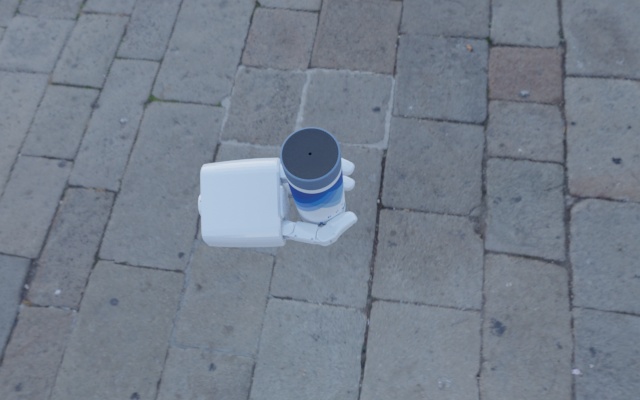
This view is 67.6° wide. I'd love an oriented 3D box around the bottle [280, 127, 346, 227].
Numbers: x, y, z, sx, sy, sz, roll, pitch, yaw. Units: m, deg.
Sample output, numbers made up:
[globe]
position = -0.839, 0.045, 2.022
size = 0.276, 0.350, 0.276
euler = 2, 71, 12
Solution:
[bottle]
position = 0.000, 0.002, 0.652
size = 0.069, 0.069, 0.296
euler = 0, -21, 5
